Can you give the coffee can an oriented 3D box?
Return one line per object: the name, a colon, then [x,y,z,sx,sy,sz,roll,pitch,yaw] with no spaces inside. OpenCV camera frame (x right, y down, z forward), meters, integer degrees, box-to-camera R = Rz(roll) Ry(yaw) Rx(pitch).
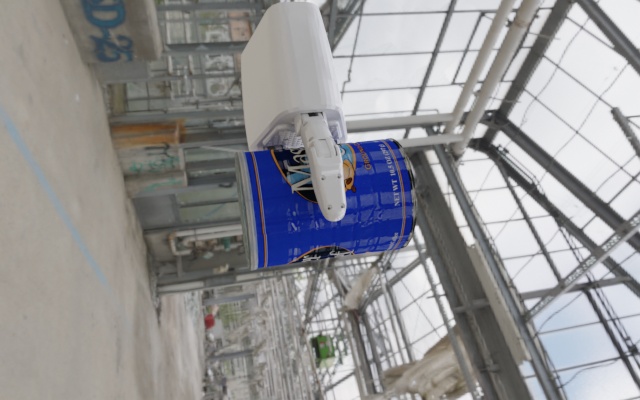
coffee can: [0.000,0.002,0.425,0.140,0.103,0.103,-7,1,-12]
